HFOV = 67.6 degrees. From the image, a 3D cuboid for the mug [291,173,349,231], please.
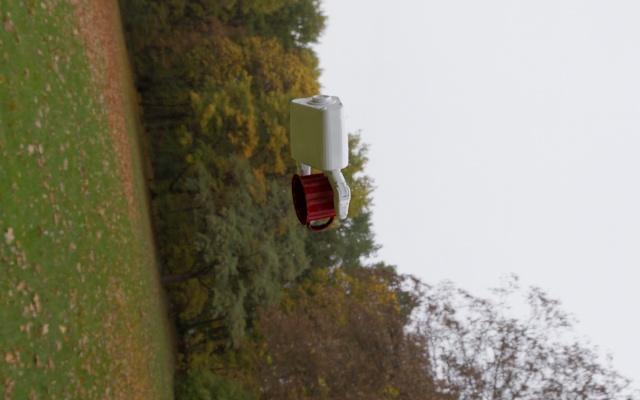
[{"bbox_3d":[0.000,0.004,0.861,0.081,0.117,0.093,-10,27,-17],"label":"mug"}]
